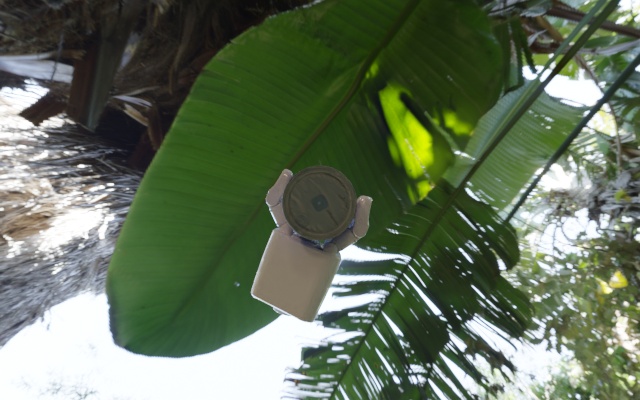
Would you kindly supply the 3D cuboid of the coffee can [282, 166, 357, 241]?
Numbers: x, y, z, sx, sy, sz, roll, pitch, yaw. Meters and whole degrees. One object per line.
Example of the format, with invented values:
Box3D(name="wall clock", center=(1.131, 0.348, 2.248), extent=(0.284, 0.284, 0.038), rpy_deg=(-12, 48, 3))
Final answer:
Box3D(name="coffee can", center=(0.000, 0.002, 0.720), extent=(0.103, 0.103, 0.140), rpy_deg=(0, 1, 1))
